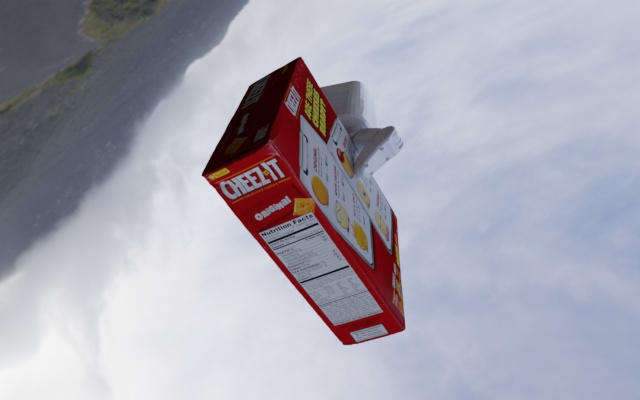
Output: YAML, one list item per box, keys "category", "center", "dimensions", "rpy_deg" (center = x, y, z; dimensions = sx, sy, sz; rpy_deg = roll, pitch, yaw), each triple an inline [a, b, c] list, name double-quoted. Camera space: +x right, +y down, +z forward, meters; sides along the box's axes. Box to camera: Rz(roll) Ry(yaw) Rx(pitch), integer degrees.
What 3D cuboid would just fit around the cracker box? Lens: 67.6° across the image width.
- category: "cracker box"
  center: [0.000, 0.001, 0.438]
  dimensions: [0.072, 0.214, 0.164]
  rpy_deg: [-24, 30, 21]
